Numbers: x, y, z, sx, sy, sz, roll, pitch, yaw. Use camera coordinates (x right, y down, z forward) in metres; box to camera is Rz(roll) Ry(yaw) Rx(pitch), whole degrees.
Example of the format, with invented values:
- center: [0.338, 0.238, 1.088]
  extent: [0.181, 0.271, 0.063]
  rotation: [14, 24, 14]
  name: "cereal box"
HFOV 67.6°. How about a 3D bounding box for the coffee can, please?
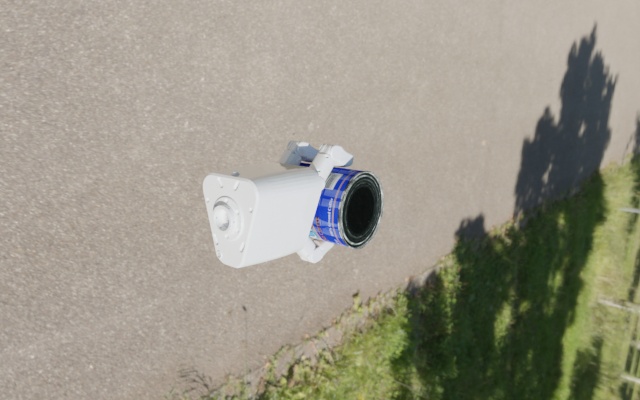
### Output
- center: [0.000, 0.002, 0.651]
  extent: [0.140, 0.103, 0.103]
  rotation: [11, 7, 37]
  name: "coffee can"
